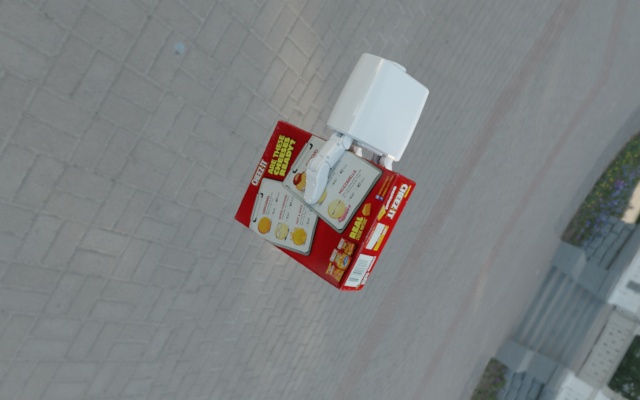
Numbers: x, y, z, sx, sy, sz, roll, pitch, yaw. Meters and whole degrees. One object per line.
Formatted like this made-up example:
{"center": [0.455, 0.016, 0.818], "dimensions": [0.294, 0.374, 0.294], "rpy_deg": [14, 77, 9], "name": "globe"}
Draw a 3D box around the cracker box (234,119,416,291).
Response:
{"center": [0.000, 0.002, 0.664], "dimensions": [0.213, 0.164, 0.072], "rpy_deg": [29, 6, 34], "name": "cracker box"}
